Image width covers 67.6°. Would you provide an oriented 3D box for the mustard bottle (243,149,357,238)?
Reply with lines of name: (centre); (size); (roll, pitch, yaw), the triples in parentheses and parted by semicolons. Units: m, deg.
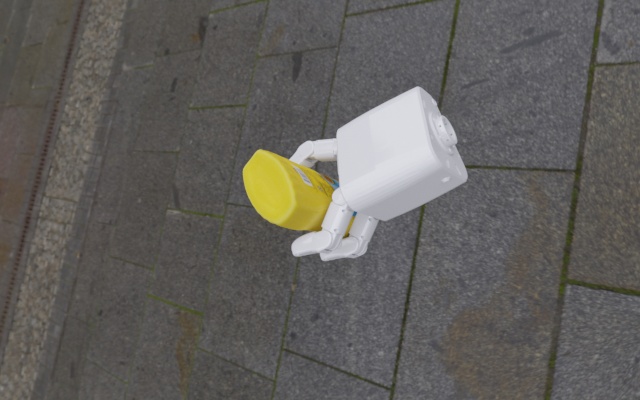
mustard bottle: (0.000, 0.002, 0.574); (0.192, 0.058, 0.096); (18, 28, -51)
